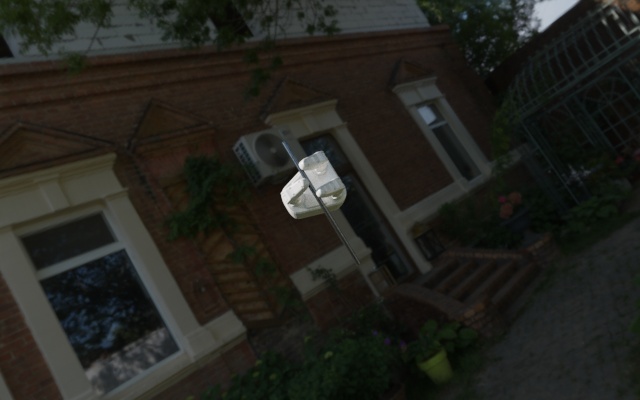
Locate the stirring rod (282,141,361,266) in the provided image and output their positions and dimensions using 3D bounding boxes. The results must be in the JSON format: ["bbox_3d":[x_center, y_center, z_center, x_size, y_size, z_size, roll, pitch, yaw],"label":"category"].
[{"bbox_3d":[0.000,0.003,0.790,0.011,0.239,0.011,-31,-8,-5],"label":"stirring rod"}]
